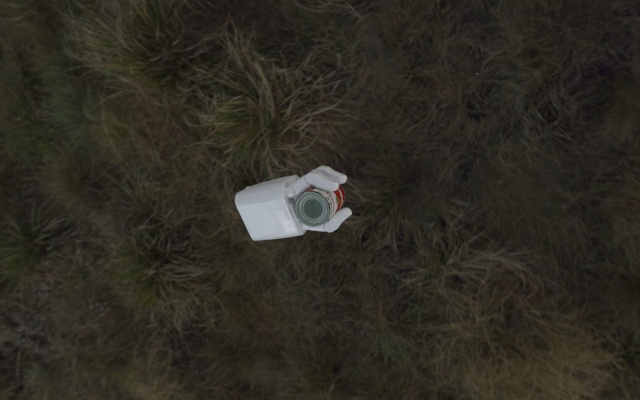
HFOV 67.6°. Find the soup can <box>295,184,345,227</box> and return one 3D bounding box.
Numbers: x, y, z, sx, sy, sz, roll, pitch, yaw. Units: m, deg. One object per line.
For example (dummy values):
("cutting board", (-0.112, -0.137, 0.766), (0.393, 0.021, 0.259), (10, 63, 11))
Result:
("soup can", (0.001, 0.003, 0.884), (0.068, 0.068, 0.102), (0, 14, 18))
